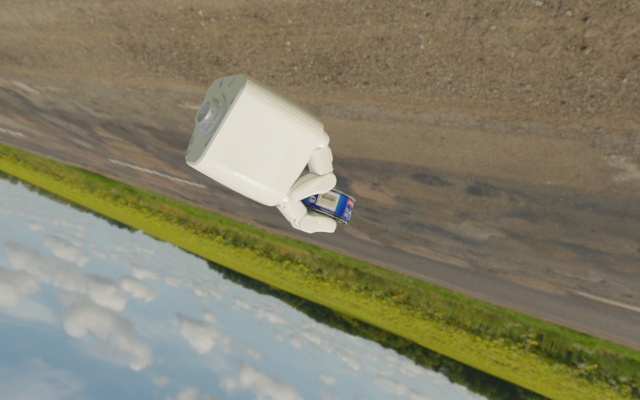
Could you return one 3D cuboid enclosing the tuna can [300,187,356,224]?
[{"bbox_3d":[0.000,0.003,0.620,0.086,0.033,0.086,18,-8,3],"label":"tuna can"}]
